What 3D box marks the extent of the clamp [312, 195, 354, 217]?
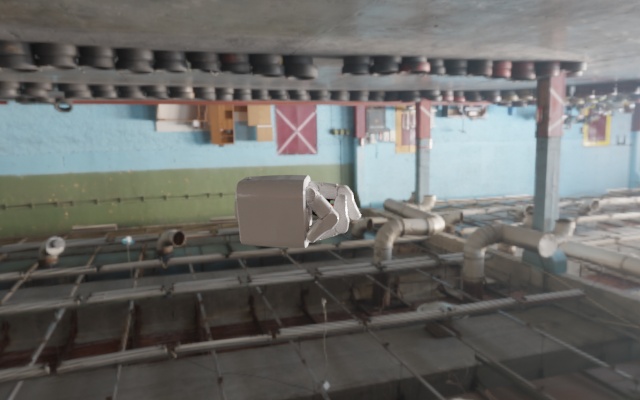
[{"bbox_3d":[0.000,0.003,0.842,0.120,0.039,0.171,2,8,3],"label":"clamp"}]
